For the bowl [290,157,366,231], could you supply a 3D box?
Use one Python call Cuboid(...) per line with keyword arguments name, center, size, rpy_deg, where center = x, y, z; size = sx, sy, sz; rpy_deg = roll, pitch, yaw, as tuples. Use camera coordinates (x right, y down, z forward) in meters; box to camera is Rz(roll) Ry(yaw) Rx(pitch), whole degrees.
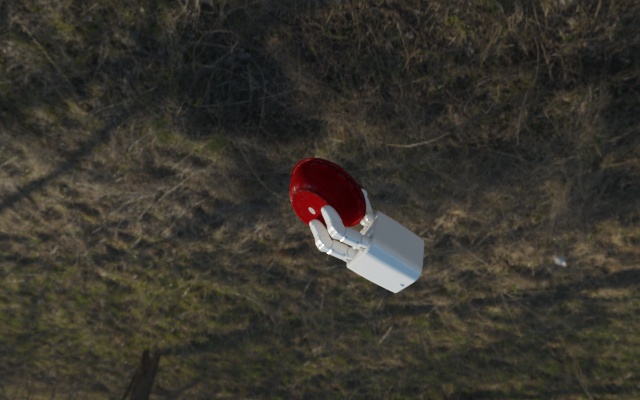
Cuboid(name="bowl", center=(-0.001, 0.002, 0.871), size=(0.162, 0.162, 0.055), rpy_deg=(0, 37, 40))
